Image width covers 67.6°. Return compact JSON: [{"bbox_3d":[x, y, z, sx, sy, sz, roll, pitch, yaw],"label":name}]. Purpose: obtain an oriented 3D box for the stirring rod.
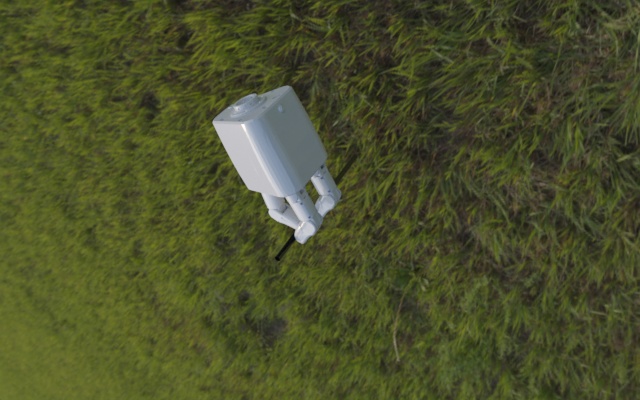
[{"bbox_3d":[0.000,0.002,0.700,0.011,0.011,0.239,0,38,37],"label":"stirring rod"}]
